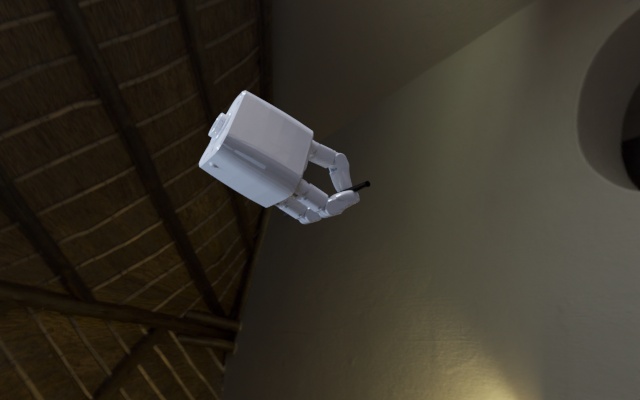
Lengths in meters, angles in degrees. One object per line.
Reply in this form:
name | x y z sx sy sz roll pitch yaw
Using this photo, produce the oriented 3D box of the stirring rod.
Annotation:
stirring rod | 0.000 0.002 0.702 0.011 0.011 0.239 0 -11 -30
